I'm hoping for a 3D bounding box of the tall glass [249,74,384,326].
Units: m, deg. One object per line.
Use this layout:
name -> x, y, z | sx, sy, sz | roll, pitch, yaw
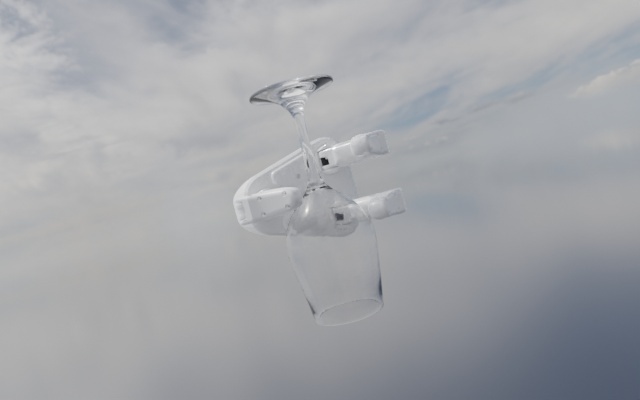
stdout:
tall glass -> 0.000, 0.001, 0.412 | 0.079, 0.201, 0.079 | -15, 2, 0
